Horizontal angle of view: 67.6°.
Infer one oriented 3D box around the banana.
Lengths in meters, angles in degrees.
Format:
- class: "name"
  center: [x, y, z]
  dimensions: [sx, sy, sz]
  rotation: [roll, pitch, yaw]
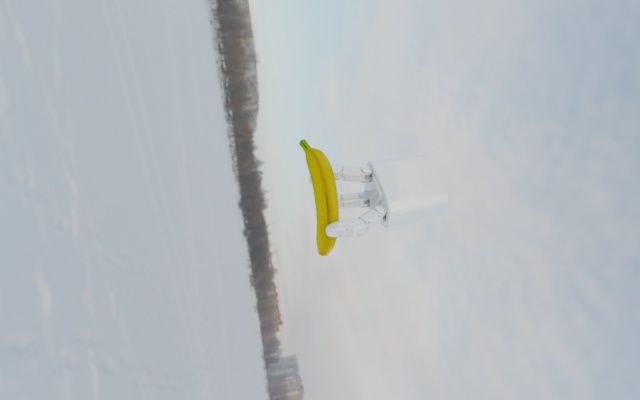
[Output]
- class: "banana"
  center: [0.005, 0.004, 0.749]
  dimensions: [0.037, 0.198, 0.069]
  rotation: [-12, 17, -14]
